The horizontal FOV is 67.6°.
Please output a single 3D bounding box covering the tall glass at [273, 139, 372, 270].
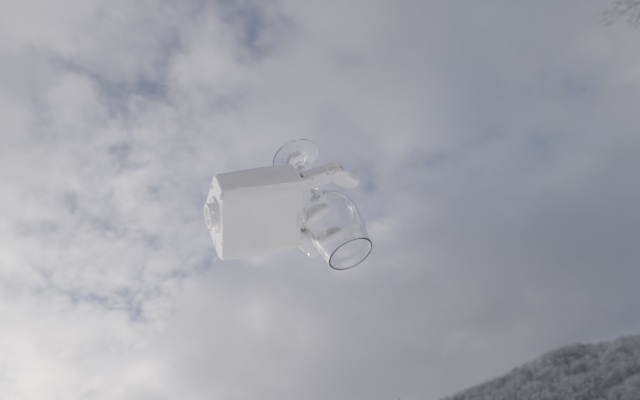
[{"bbox_3d":[0.000,0.002,0.674,0.079,0.079,0.201,0,42,-33],"label":"tall glass"}]
